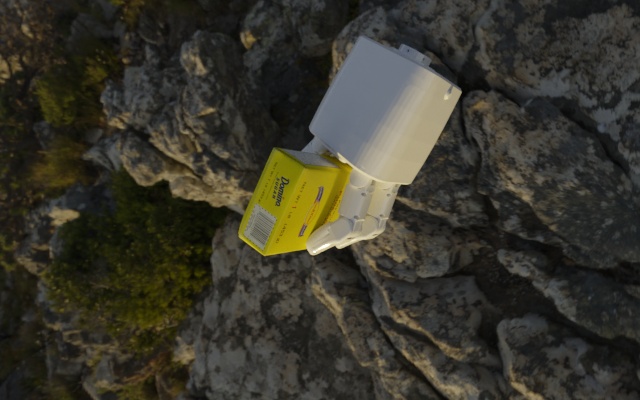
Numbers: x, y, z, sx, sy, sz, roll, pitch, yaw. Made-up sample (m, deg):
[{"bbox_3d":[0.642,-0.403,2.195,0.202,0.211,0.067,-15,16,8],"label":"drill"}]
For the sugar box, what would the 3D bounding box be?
[{"bbox_3d":[0.000,0.002,0.494,0.048,0.093,0.176,35,18,29],"label":"sugar box"}]
